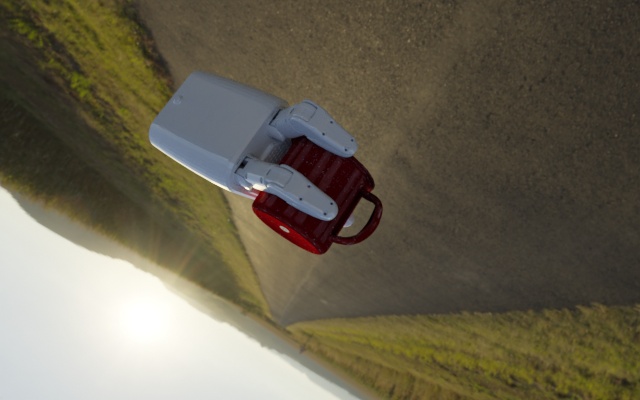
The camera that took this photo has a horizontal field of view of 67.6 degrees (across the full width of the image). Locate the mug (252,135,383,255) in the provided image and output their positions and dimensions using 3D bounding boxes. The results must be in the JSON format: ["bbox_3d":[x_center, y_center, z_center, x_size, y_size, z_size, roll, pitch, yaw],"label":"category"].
[{"bbox_3d":[0.001,0.002,0.438,0.117,0.081,0.093,27,-16,24],"label":"mug"}]
